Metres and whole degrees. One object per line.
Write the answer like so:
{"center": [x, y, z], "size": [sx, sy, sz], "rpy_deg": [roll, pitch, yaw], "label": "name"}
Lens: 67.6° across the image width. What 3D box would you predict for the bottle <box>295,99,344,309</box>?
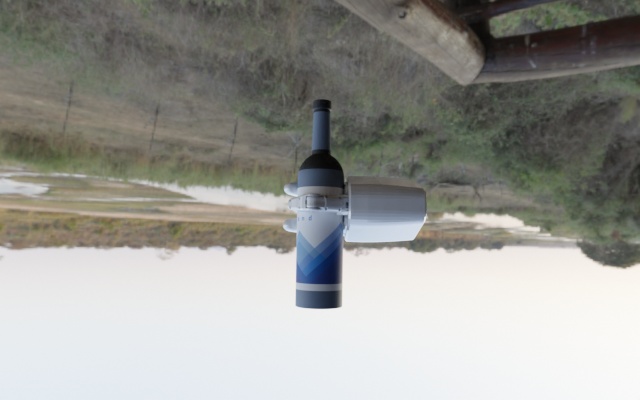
{"center": [0.000, 0.002, 0.685], "size": [0.069, 0.295, 0.069], "rpy_deg": [1, -5, 0], "label": "bottle"}
